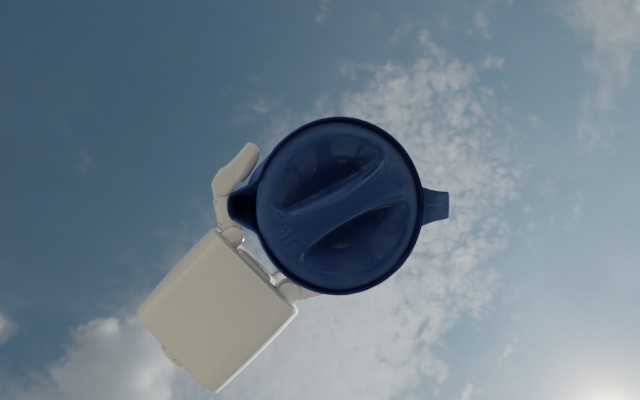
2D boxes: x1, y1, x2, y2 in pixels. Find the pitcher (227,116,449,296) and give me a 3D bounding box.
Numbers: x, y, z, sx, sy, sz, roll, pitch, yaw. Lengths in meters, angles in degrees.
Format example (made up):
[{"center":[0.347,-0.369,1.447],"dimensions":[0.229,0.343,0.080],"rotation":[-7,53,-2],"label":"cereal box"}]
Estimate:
[{"center":[0.000,0.002,0.467],"dimensions":[0.149,0.145,0.243],"rotation":[44,-8,-11],"label":"pitcher"}]
